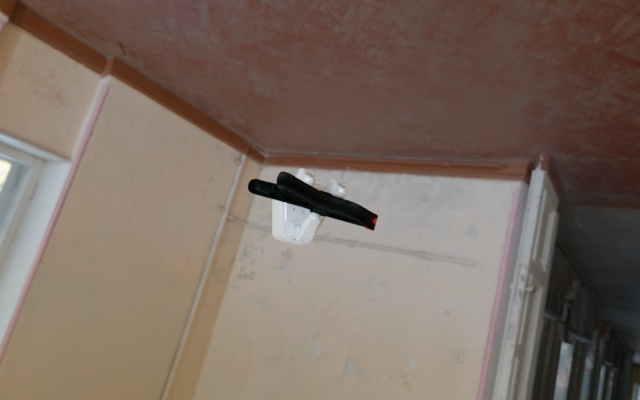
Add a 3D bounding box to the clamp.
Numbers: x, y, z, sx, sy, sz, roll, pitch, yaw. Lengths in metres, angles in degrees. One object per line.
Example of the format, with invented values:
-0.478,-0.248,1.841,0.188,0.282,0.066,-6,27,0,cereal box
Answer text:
0.000,0.003,0.728,0.210,0.036,0.164,19,-8,-15,clamp
